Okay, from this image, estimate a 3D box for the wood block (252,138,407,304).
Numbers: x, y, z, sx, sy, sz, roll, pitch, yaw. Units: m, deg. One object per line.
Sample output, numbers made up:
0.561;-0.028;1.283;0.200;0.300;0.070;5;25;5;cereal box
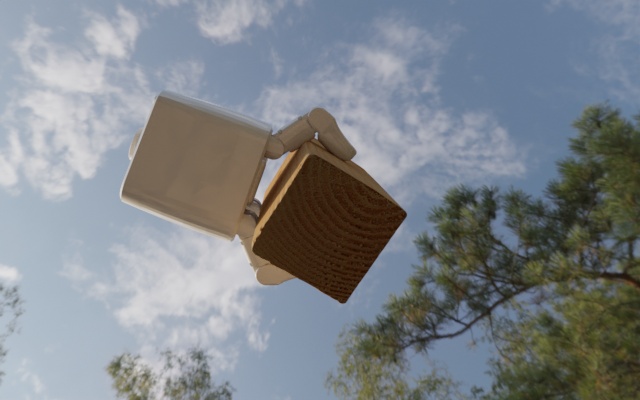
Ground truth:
0.000;0.001;0.459;0.090;0.091;0.206;31;9;-10;wood block
